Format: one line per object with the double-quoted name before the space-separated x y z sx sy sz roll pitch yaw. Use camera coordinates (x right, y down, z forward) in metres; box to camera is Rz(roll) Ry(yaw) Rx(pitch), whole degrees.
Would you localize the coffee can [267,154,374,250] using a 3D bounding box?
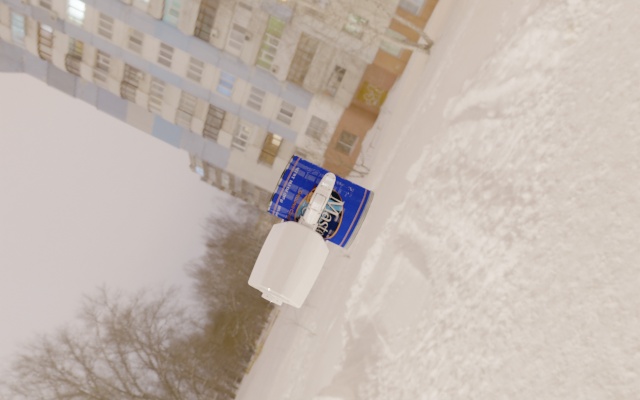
"coffee can" 0.000 0.002 0.756 0.140 0.103 0.103 25 0 0
